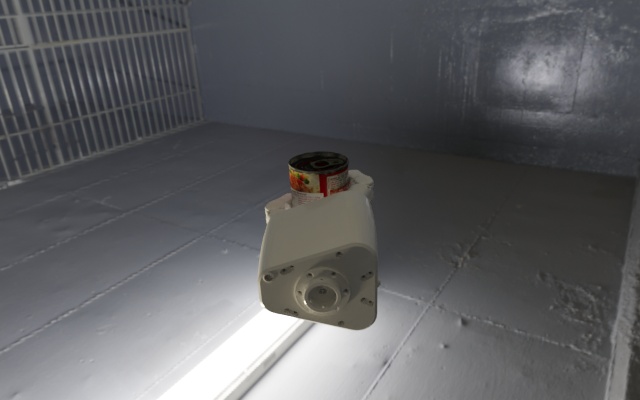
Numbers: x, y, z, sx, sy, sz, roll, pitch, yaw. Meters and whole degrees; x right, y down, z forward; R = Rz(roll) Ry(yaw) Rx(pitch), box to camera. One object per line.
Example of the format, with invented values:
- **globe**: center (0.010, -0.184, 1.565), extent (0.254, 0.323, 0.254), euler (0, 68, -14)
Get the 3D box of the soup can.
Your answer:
- **soup can**: center (0.000, 0.002, 0.556), extent (0.068, 0.102, 0.068), euler (-2, 24, 1)
